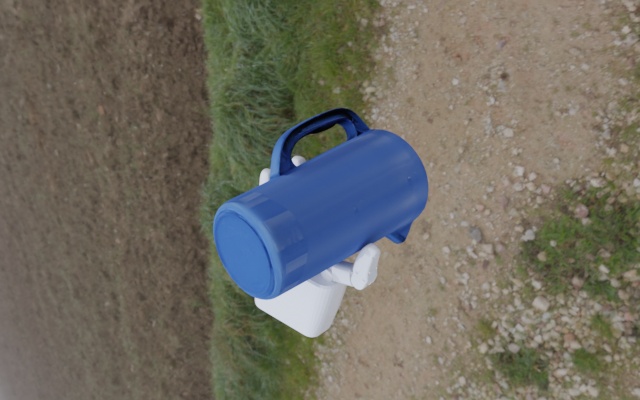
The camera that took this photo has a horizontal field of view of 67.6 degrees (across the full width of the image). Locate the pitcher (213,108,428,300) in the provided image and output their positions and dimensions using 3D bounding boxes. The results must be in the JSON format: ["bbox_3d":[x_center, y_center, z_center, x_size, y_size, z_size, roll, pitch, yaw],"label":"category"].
[{"bbox_3d":[0.000,0.002,0.546,0.149,0.145,0.242,37,43,28],"label":"pitcher"}]
